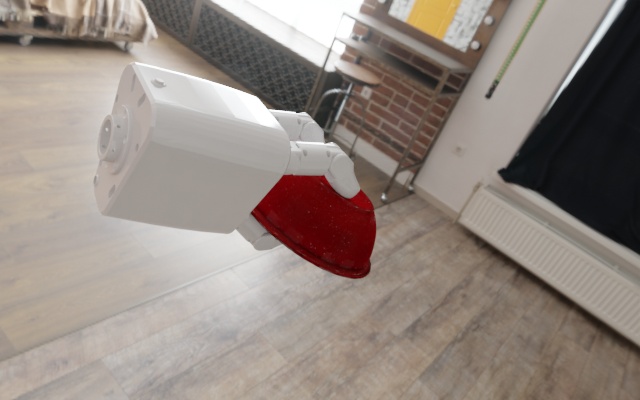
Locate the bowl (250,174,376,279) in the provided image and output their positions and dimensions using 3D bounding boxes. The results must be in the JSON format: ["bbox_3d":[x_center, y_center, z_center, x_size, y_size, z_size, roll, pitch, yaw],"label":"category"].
[{"bbox_3d":[0.001,0.001,0.470,0.162,0.055,0.162,34,16,-11],"label":"bowl"}]
